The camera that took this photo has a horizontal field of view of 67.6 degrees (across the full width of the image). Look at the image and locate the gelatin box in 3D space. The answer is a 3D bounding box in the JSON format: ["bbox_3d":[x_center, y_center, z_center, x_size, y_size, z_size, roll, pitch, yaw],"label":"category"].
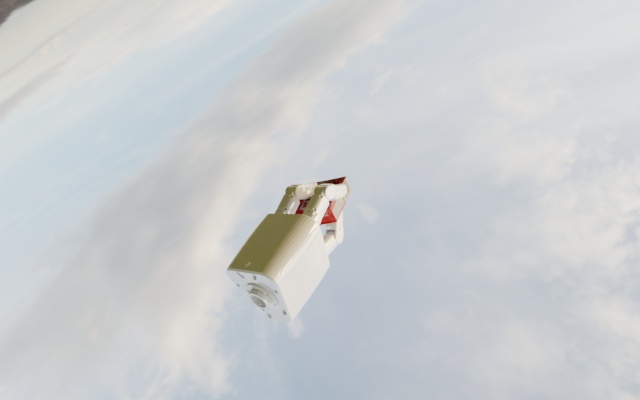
[{"bbox_3d":[0.000,0.003,0.736,0.073,0.030,0.089,-10,31,29],"label":"gelatin box"}]
